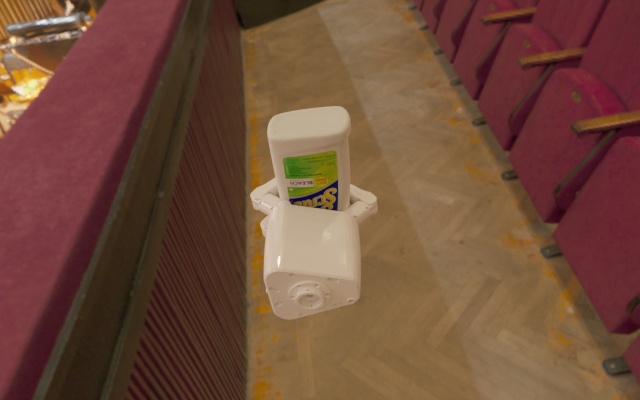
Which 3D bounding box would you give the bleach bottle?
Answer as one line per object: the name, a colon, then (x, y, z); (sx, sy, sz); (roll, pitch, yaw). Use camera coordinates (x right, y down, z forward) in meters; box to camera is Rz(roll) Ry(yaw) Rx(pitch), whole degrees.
bleach bottle: (0.000, 0.002, 0.639); (0.102, 0.251, 0.068); (-6, 40, 5)
